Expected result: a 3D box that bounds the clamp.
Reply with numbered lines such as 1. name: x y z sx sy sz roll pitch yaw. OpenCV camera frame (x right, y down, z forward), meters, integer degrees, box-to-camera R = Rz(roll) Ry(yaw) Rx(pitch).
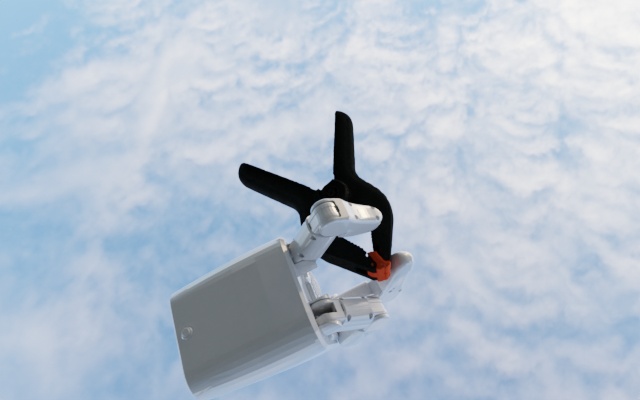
1. clamp: 0.000 0.002 0.422 0.120 0.171 0.039 -26 -33 2
